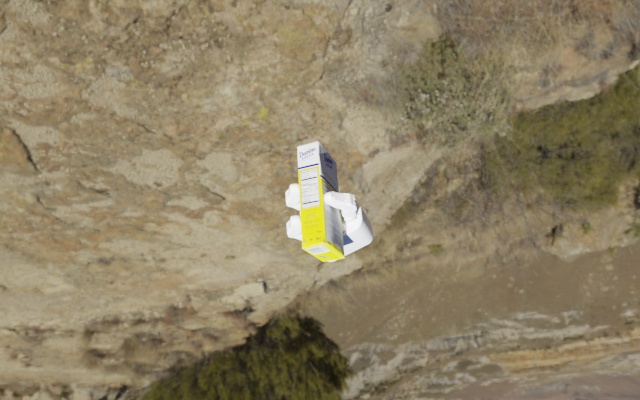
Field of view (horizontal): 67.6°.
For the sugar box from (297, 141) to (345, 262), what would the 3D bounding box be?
[{"bbox_3d":[0.000,0.003,0.780,0.048,0.176,0.093,-14,-25,17],"label":"sugar box"}]
